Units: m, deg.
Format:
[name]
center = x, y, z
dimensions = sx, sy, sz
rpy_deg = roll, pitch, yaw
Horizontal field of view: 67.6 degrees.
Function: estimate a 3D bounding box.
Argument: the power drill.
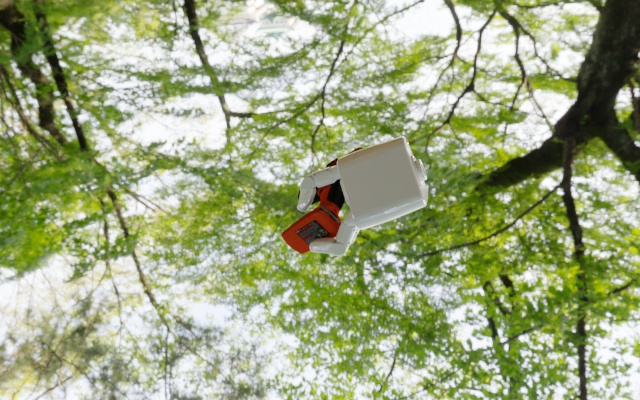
[power drill]
center = 0.000, 0.003, 0.827
dimensions = 0.057, 0.187, 0.184
rpy_deg = 41, -47, -16
